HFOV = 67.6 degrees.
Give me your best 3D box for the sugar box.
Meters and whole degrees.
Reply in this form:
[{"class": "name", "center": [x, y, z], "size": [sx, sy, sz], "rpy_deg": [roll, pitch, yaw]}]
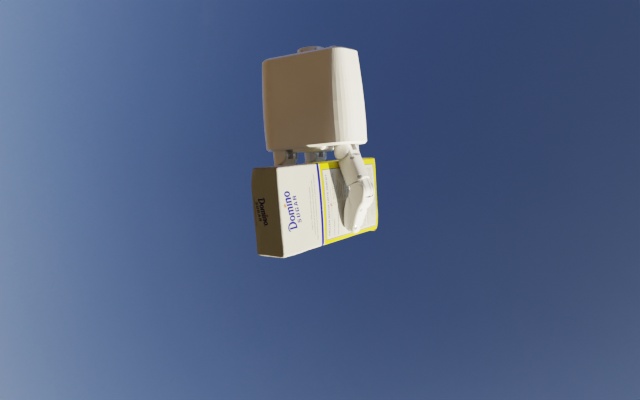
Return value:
[{"class": "sugar box", "center": [0.000, 0.002, 0.544], "size": [0.048, 0.093, 0.176], "rpy_deg": [1, 7, 41]}]
